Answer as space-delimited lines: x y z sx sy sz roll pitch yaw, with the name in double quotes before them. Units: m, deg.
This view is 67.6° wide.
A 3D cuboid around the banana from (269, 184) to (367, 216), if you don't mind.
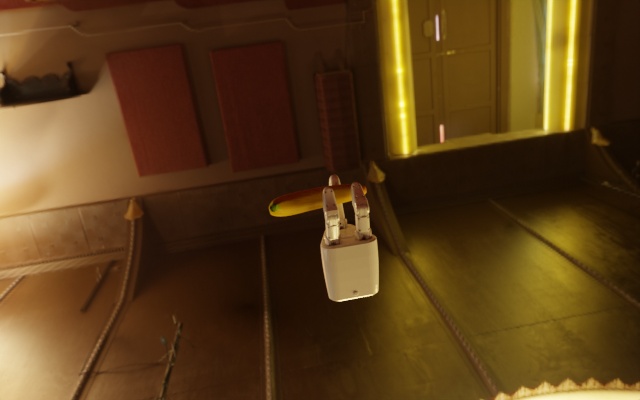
"banana" -0.013 0.001 0.834 0.198 0.037 0.069 -14 15 -32
